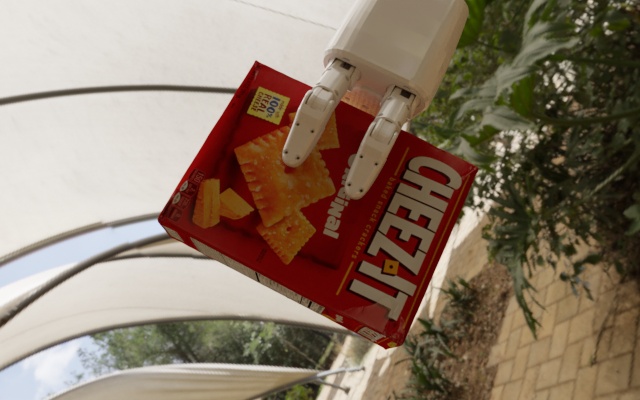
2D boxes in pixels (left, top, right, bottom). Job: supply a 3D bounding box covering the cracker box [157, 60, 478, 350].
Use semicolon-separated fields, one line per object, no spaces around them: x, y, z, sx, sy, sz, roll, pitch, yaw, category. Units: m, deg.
0.000;0.001;0.405;0.213;0.164;0.072;26;-17;5;cracker box
